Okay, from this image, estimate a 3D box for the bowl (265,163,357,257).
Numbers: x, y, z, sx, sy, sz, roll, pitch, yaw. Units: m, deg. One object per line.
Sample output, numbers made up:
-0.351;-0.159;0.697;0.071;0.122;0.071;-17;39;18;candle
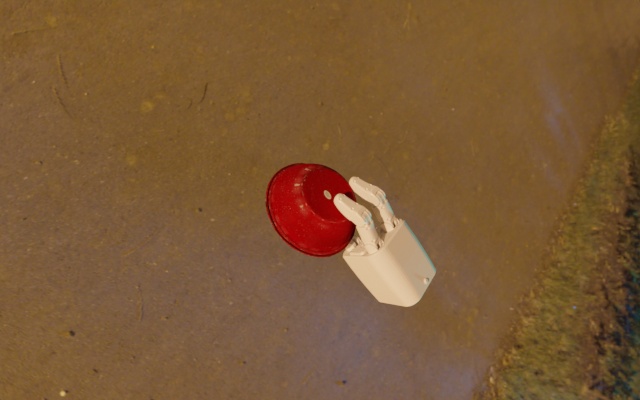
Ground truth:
-0.001;0.001;0.732;0.162;0.162;0.055;0;-24;-32;bowl
